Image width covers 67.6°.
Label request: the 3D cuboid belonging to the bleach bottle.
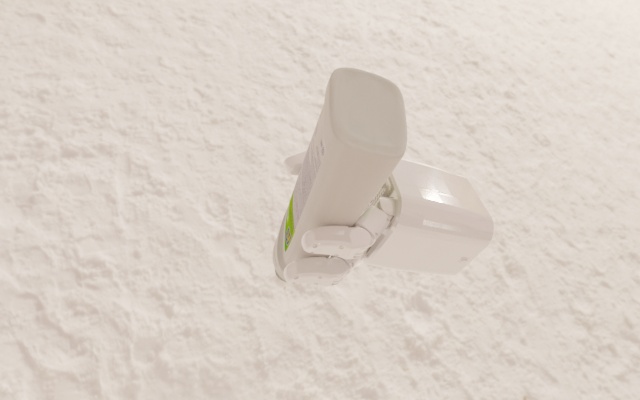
[{"bbox_3d":[0.000,0.002,0.468,0.068,0.102,0.251,13,-40,-13],"label":"bleach bottle"}]
